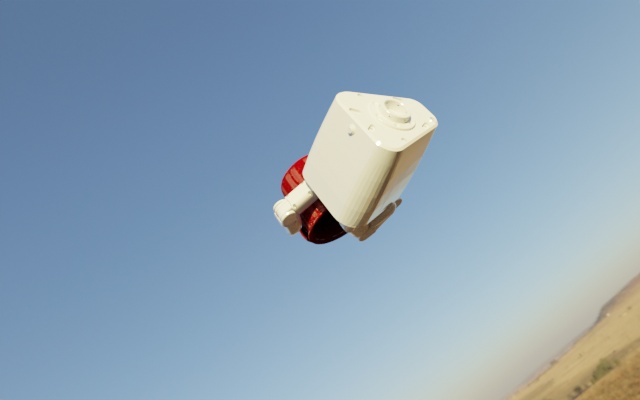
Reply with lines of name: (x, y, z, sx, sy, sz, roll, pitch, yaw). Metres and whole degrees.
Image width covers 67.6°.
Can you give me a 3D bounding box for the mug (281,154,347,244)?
mug: (0.000, 0.003, 0.598, 0.093, 0.081, 0.117, -13, -36, -38)
